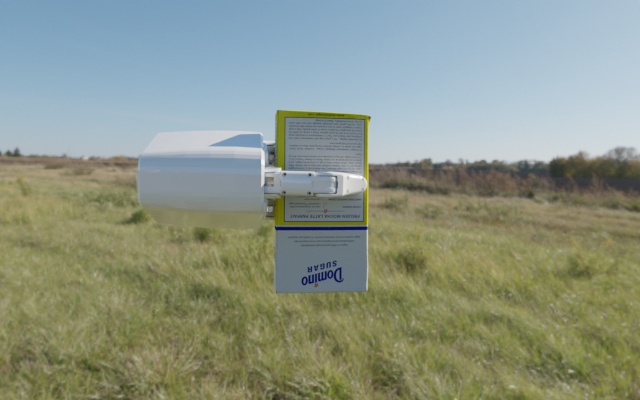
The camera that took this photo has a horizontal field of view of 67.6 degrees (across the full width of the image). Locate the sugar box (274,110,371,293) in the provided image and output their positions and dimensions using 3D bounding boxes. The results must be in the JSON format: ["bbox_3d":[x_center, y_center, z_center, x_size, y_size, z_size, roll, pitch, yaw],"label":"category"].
[{"bbox_3d":[0.000,0.001,0.478,0.093,0.176,0.048,1,4,-8],"label":"sugar box"}]
